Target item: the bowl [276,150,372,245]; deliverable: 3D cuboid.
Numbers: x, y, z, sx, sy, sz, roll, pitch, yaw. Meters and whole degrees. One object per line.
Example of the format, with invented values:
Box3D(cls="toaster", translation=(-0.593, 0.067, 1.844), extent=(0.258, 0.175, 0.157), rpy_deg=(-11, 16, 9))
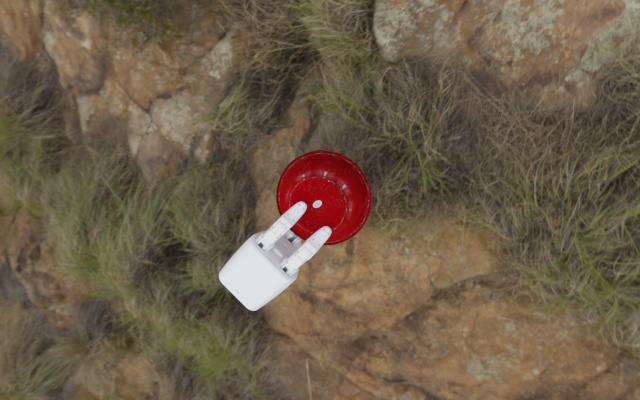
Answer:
Box3D(cls="bowl", translation=(0.001, 0.001, 0.766), extent=(0.162, 0.162, 0.055), rpy_deg=(0, 12, 10))
